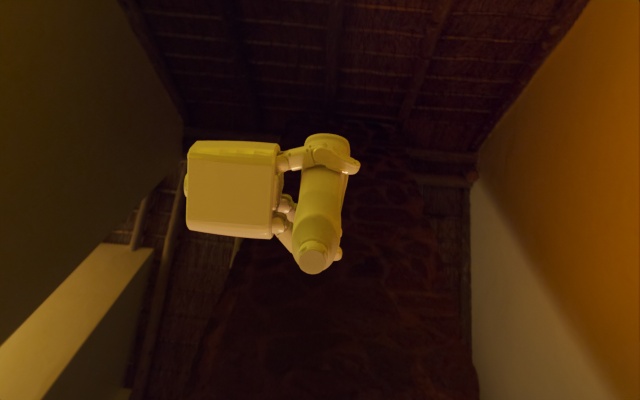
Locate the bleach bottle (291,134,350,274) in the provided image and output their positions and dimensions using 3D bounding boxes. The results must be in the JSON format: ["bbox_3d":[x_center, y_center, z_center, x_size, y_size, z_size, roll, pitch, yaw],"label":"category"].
[{"bbox_3d":[0.000,0.002,0.588,0.068,0.103,0.250,4,25,2],"label":"bleach bottle"}]
